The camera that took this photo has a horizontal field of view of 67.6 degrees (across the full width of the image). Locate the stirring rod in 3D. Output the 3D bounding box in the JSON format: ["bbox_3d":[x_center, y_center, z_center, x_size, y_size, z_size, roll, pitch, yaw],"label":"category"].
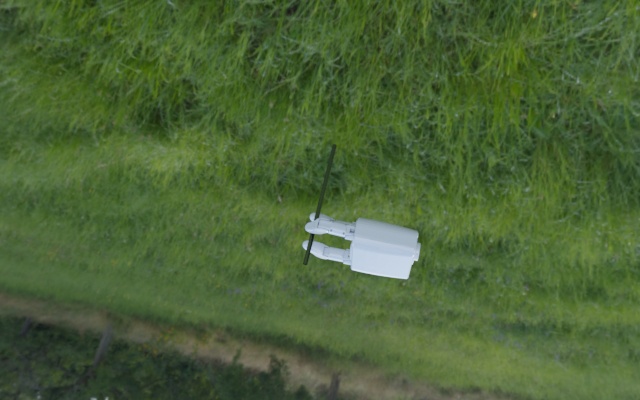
[{"bbox_3d":[0.000,0.003,0.884,0.011,0.239,0.011,12,-19,4],"label":"stirring rod"}]
